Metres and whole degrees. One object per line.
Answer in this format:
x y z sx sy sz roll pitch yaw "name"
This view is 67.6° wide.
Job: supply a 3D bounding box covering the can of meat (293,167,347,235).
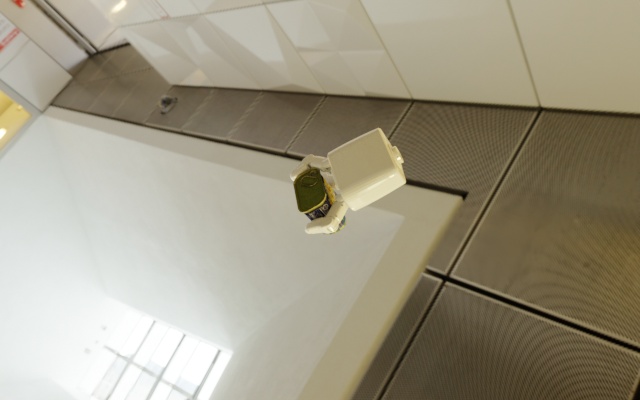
0.000 0.003 0.876 0.057 0.102 0.084 -30 -49 14 "can of meat"
